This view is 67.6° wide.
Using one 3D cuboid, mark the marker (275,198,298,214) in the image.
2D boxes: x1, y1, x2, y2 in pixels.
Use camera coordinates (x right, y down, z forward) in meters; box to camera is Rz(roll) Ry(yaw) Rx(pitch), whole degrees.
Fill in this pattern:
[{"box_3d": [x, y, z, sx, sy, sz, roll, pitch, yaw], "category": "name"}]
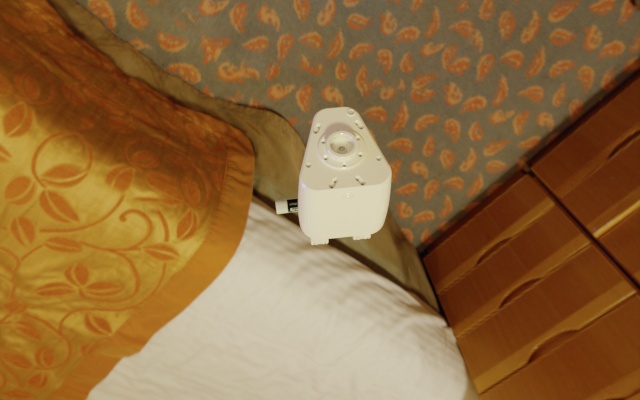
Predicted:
[{"box_3d": [0.000, 0.002, 0.647, 0.121, 0.020, 0.020, -7, 0, -3], "category": "marker"}]
